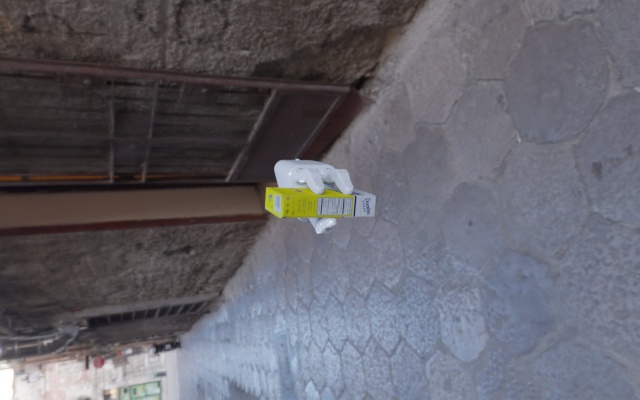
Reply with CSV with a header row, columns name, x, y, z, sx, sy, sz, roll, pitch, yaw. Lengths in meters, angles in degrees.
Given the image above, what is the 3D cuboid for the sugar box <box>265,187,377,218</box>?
name,x,y,z,sx,sy,sz,roll,pitch,yaw
sugar box,0.000,0.002,0.843,0.176,0.048,0.093,-2,11,-23
